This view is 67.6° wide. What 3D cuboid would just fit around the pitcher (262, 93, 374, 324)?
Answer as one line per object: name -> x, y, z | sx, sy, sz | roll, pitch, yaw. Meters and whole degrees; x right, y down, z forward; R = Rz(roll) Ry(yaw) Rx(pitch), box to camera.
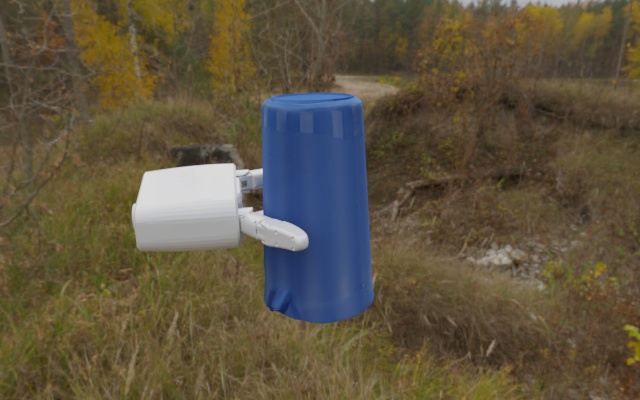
pitcher -> 0.000, 0.002, 0.552 | 0.145, 0.243, 0.149 | -4, 18, -9
